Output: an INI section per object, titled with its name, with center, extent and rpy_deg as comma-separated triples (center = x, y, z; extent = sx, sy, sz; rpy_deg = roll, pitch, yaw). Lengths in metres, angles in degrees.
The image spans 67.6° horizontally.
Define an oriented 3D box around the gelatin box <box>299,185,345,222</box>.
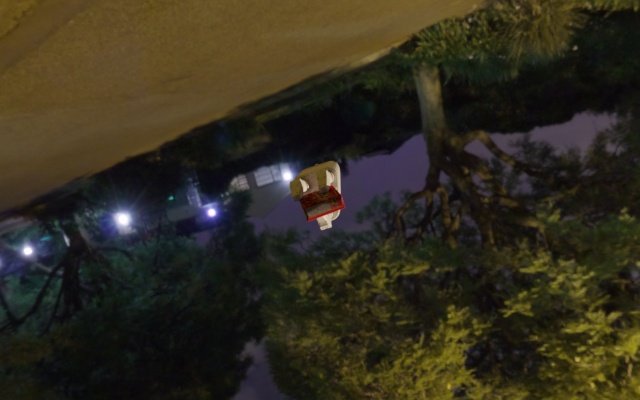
[gelatin box]
center = 0.000, 0.003, 0.889
extent = 0.073, 0.030, 0.089
rpy_deg = -20, 16, -3
